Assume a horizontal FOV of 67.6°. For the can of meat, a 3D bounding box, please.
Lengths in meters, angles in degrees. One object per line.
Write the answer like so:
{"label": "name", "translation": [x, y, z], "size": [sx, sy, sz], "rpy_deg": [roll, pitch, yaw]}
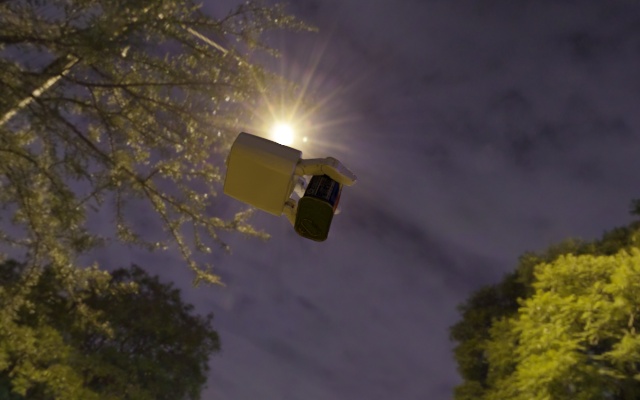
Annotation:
{"label": "can of meat", "translation": [0.000, 0.002, 0.776], "size": [0.057, 0.084, 0.102], "rpy_deg": [18, -40, 5]}
